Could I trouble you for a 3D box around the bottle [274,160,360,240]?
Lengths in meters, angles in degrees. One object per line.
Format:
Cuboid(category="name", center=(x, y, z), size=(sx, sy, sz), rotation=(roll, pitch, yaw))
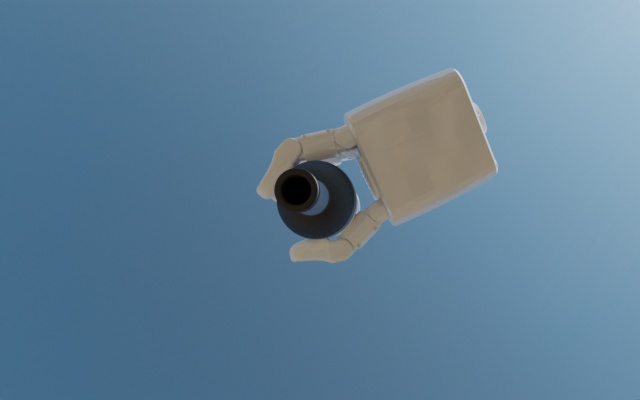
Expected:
Cuboid(category="bottle", center=(0.000, 0.001, 0.436), size=(0.069, 0.069, 0.296), rotation=(0, -3, 6))
